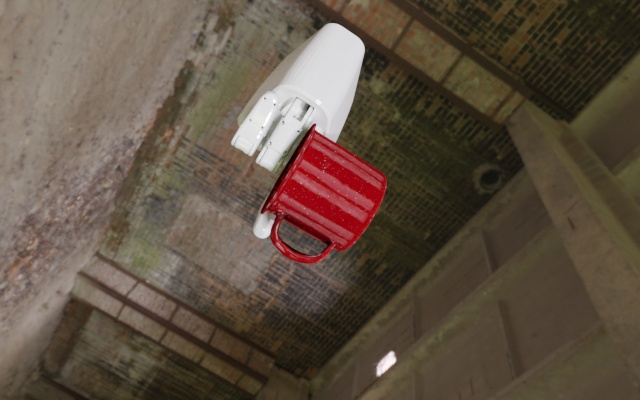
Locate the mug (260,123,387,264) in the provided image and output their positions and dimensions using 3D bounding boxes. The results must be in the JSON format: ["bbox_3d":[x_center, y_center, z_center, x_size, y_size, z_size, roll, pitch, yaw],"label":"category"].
[{"bbox_3d":[0.000,0.003,0.419,0.081,0.117,0.093,31,-29,-8],"label":"mug"}]
